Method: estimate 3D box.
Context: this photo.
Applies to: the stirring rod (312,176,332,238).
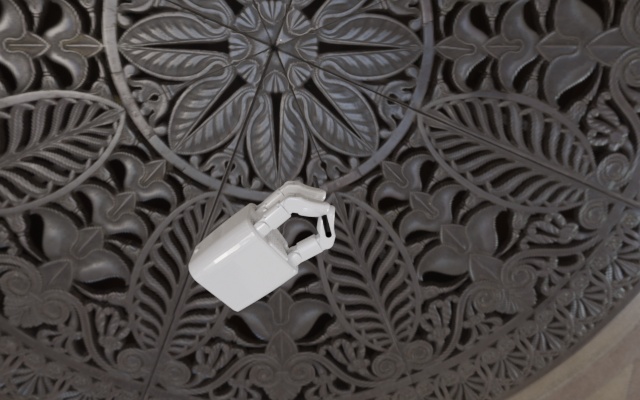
[{"bbox_3d":[0.000,0.002,0.673,0.011,0.011,0.239,0,18,-5],"label":"stirring rod"}]
